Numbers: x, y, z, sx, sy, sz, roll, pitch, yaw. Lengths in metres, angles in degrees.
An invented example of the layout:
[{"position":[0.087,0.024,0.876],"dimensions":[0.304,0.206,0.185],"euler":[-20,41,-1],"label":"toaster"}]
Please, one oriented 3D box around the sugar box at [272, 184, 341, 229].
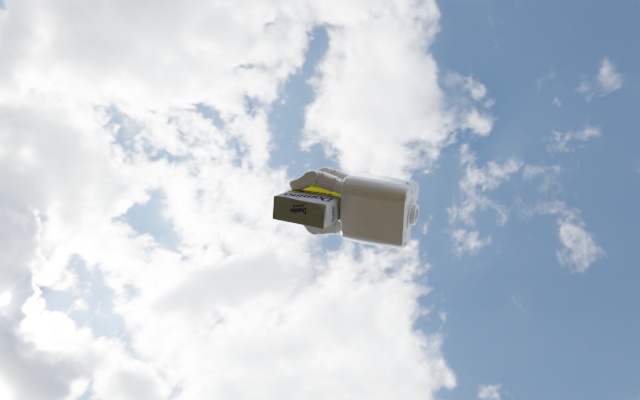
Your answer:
[{"position":[0.000,0.002,0.814],"dimensions":[0.093,0.048,0.176],"euler":[10,12,22],"label":"sugar box"}]
